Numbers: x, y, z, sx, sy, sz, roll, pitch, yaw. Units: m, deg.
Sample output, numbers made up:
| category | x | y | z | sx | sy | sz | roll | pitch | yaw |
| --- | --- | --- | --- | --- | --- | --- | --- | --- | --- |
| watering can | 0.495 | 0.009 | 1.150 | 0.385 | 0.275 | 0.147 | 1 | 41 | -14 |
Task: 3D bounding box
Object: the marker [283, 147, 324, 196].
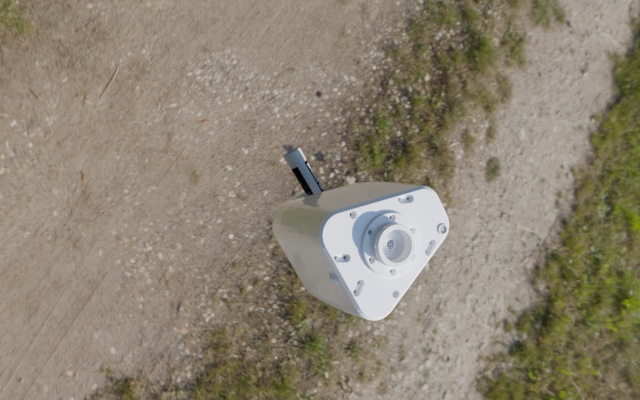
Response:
| category | x | y | z | sx | sy | sz | roll | pitch | yaw |
| --- | --- | --- | --- | --- | --- | --- | --- | --- | --- |
| marker | 0.000 | 0.002 | 0.491 | 0.020 | 0.121 | 0.020 | -28 | 13 | 7 |
